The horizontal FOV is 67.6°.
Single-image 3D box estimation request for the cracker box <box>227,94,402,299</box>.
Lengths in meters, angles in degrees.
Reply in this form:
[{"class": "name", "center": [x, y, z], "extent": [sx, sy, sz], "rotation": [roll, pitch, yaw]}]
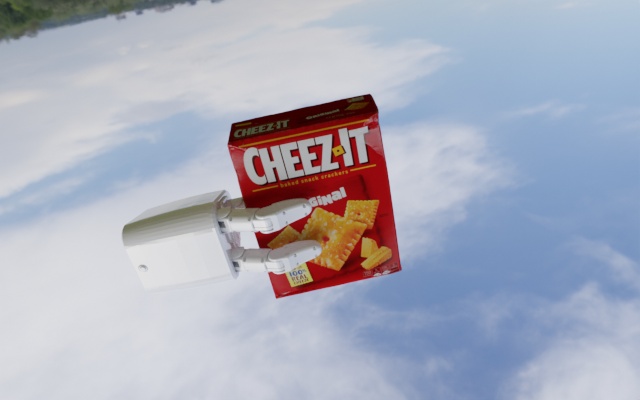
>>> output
[{"class": "cracker box", "center": [0.000, 0.002, 0.561], "extent": [0.164, 0.214, 0.072], "rotation": [-12, 29, 2]}]
